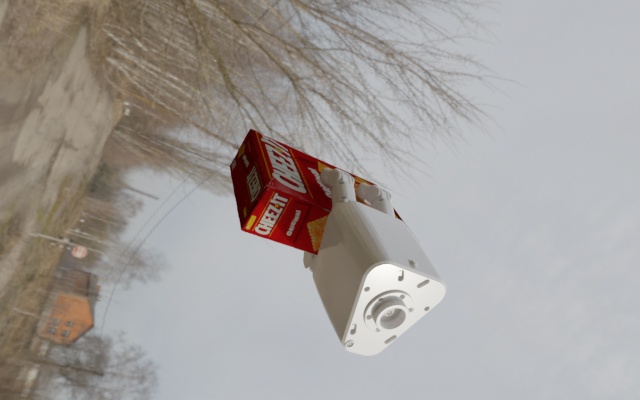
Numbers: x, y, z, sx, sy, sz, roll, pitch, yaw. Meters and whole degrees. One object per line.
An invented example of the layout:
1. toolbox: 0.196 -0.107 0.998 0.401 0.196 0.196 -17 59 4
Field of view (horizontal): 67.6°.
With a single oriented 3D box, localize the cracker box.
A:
1. cracker box: 0.000 0.002 0.614 0.214 0.072 0.164 22 21 -26
